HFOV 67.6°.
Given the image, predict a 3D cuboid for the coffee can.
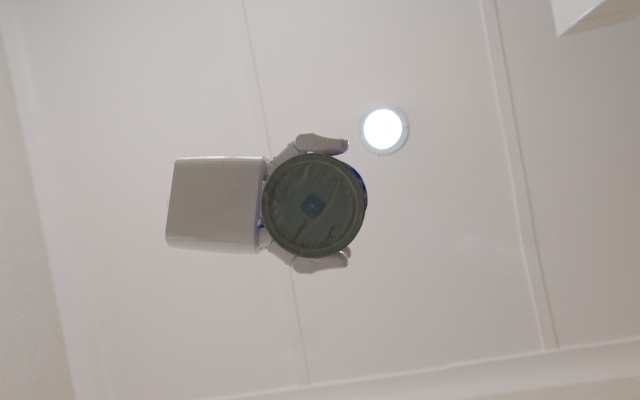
[{"bbox_3d":[0.000,0.002,0.528,0.103,0.103,0.140,0,3,7],"label":"coffee can"}]
